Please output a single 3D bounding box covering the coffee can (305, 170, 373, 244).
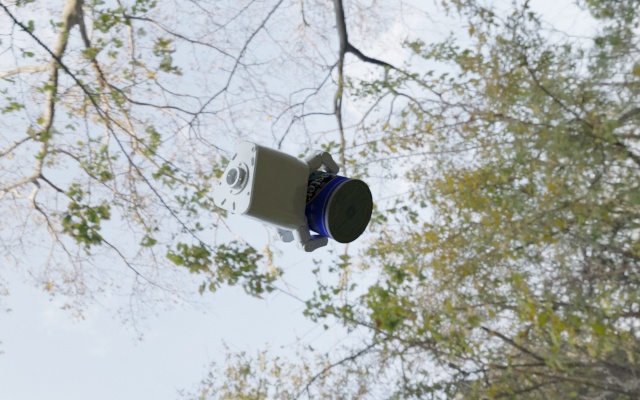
[{"bbox_3d":[0.000,0.003,0.780,0.103,0.103,0.140,0,13,-45],"label":"coffee can"}]
